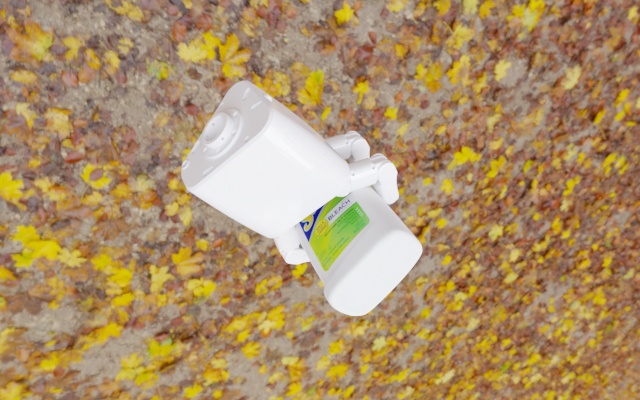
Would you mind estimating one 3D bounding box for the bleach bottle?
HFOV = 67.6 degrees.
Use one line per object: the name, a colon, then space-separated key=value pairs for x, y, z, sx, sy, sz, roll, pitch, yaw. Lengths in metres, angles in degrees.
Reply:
bleach bottle: x=0.000 y=0.002 z=0.525 sx=0.068 sy=0.102 sz=0.250 roll=34 pitch=12 yaw=-42
